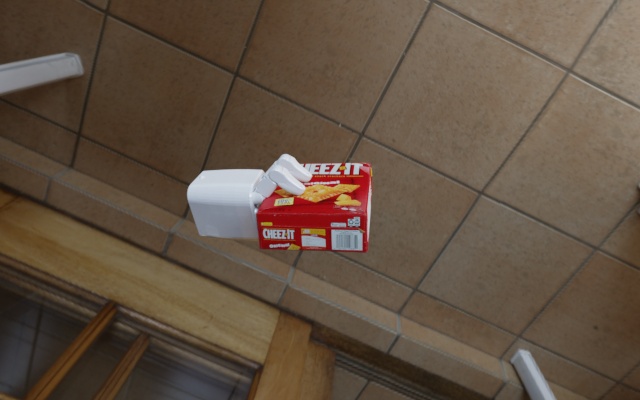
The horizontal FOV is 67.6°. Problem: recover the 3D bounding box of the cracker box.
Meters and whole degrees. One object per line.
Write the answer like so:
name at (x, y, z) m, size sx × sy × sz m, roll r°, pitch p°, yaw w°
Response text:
cracker box at (0.000, 0.003, 0.784) m, size 0.164 × 0.072 × 0.213 m, roll 1°, pitch 25°, yaw 8°
